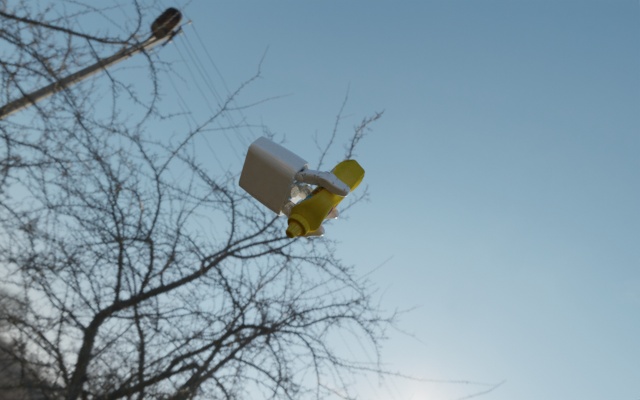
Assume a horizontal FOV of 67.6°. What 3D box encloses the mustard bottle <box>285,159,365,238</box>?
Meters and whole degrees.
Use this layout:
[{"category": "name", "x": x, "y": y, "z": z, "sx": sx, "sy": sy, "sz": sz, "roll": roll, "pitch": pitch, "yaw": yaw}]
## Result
[{"category": "mustard bottle", "x": 0.001, "y": 0.003, "z": 0.863, "sx": 0.191, "sy": 0.058, "sz": 0.096, "roll": -45, "pitch": 6, "yaw": -37}]
